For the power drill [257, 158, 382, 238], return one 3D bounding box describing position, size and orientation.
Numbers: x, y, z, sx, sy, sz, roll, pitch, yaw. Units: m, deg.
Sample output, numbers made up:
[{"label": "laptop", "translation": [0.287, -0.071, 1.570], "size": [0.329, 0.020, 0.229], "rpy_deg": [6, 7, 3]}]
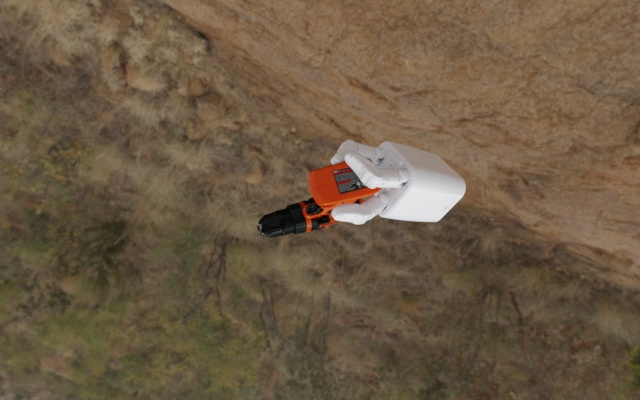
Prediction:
[{"label": "power drill", "translation": [0.000, 0.002, 0.735], "size": [0.184, 0.057, 0.188], "rpy_deg": [-16, -12, -19]}]
